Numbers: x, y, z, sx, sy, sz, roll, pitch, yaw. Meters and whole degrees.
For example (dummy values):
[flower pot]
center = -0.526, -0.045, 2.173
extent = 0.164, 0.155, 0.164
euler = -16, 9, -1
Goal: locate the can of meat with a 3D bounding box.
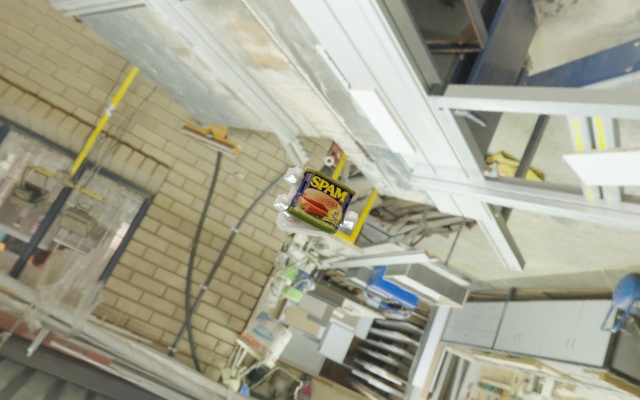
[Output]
[can of meat]
center = 0.000, 0.003, 0.860
extent = 0.102, 0.084, 0.057
euler = 28, -15, -9
